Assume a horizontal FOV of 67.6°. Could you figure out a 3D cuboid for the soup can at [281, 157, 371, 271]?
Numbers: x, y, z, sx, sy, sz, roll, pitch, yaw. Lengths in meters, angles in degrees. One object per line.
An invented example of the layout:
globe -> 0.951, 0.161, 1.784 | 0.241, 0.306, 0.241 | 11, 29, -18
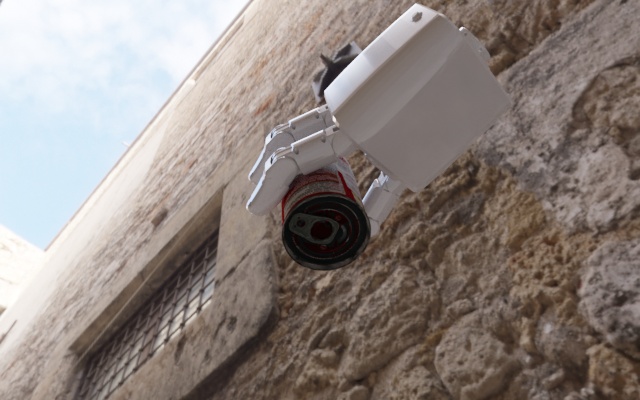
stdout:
soup can -> 0.000, 0.002, 0.402 | 0.068, 0.068, 0.102 | 0, 29, -6
